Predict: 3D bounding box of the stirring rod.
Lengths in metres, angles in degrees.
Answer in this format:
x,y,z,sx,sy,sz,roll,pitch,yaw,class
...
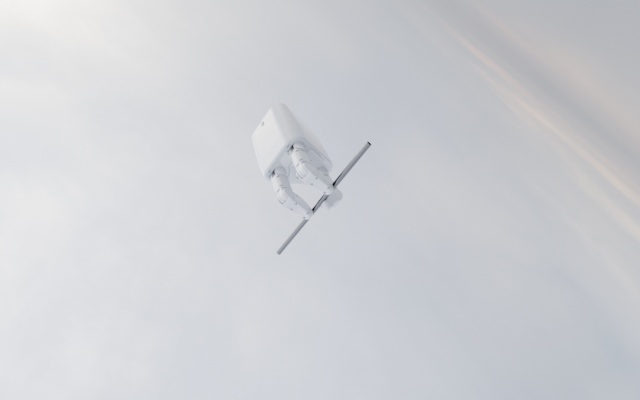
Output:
x,y,z,sx,sy,sz,roll,pitch,yaw,class
0.000,0.002,0.729,0.011,0.011,0.240,0,-44,-53,stirring rod
